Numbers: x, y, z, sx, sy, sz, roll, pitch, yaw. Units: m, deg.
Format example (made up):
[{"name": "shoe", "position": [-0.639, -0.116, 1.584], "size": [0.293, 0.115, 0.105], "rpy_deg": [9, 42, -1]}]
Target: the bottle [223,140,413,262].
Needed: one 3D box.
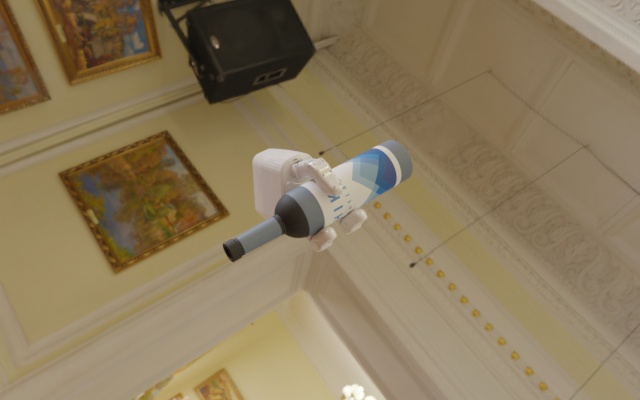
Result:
[{"name": "bottle", "position": [0.000, 0.002, 0.662], "size": [0.295, 0.069, 0.069], "rpy_deg": [-29, 13, -26]}]
